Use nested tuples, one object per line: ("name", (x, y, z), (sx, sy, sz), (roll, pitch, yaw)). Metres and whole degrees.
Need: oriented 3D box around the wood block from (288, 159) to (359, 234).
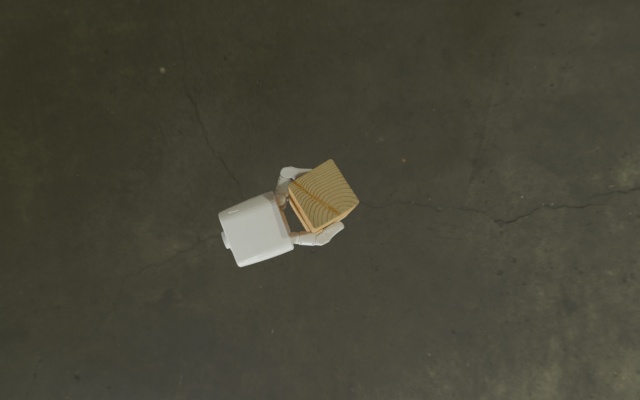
("wood block", (0.000, 0.003, 0.893), (0.090, 0.091, 0.206), (-31, -5, -7))
